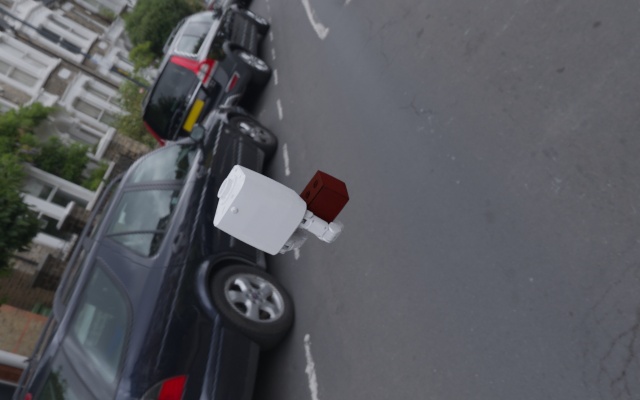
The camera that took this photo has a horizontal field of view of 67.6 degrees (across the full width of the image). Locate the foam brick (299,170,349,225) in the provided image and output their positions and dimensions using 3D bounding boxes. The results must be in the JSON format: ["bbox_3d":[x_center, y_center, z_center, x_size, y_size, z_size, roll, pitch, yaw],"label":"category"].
[{"bbox_3d":[0.000,0.002,0.746,0.051,0.078,0.053,28,23,-22],"label":"foam brick"}]
